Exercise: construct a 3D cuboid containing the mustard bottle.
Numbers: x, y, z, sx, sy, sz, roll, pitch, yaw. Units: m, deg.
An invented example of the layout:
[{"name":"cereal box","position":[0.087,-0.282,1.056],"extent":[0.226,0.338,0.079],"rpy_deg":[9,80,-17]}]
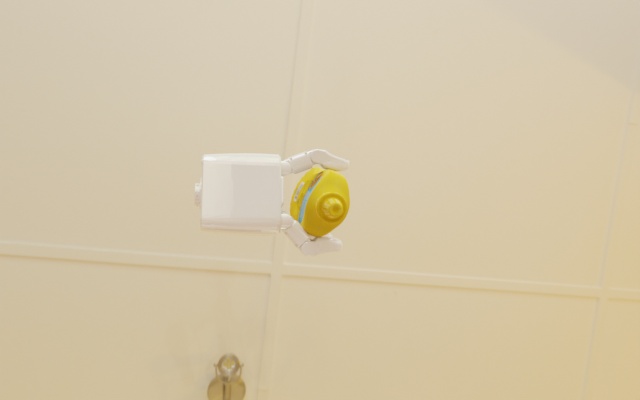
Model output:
[{"name":"mustard bottle","position":[0.000,0.002,0.686],"extent":[0.058,0.096,0.191],"rpy_deg":[26,0,-12]}]
